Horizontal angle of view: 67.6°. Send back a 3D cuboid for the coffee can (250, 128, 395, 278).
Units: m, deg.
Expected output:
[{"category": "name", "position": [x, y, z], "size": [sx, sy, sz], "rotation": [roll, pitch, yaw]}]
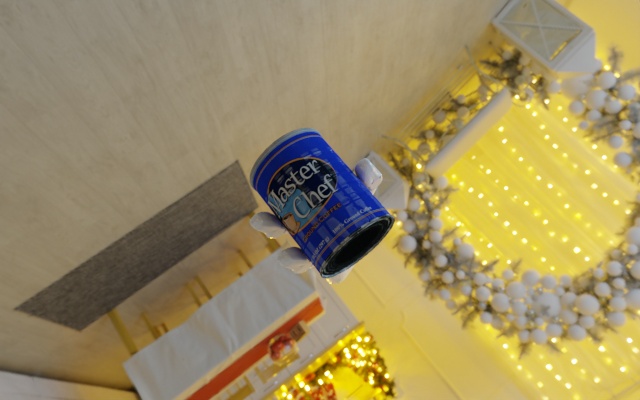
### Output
[{"category": "coffee can", "position": [0.000, 0.002, 0.542], "size": [0.103, 0.140, 0.103], "rotation": [-33, -22, -16]}]
